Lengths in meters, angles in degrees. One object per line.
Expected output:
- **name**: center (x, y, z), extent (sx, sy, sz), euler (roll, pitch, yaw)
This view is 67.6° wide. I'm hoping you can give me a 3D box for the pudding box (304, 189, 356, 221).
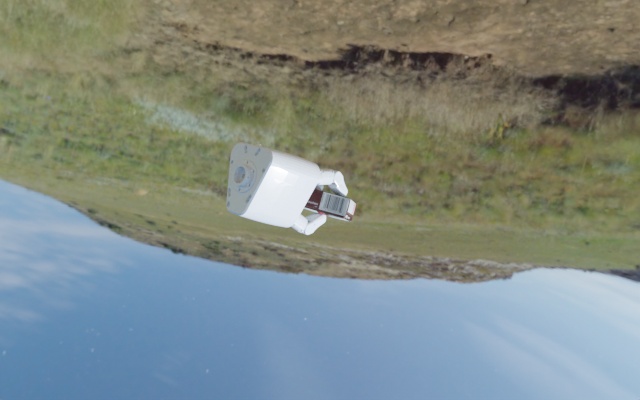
- **pudding box**: center (0.000, 0.003, 0.827), extent (0.113, 0.039, 0.090), euler (17, -1, 12)
